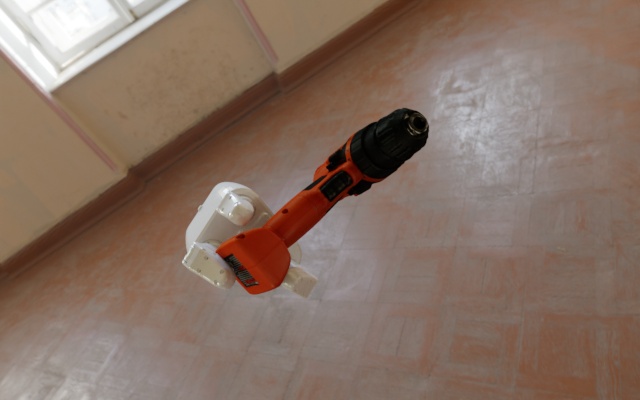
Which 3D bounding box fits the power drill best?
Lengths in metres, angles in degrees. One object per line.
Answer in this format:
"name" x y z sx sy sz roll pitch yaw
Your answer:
"power drill" 0.000 0.002 0.435 0.187 0.057 0.184 -41 2 -26
